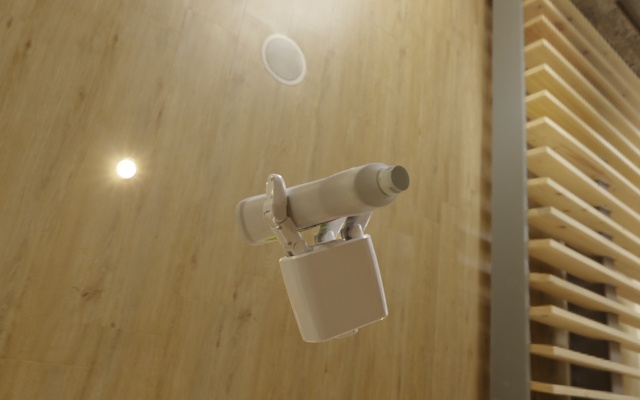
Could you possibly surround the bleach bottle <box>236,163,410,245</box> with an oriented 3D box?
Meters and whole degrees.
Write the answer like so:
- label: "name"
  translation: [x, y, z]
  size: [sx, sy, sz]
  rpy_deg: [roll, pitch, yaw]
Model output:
- label: "bleach bottle"
  translation: [0.000, 0.002, 0.590]
  size: [0.102, 0.068, 0.251]
  rpy_deg: [-13, -3, -40]
